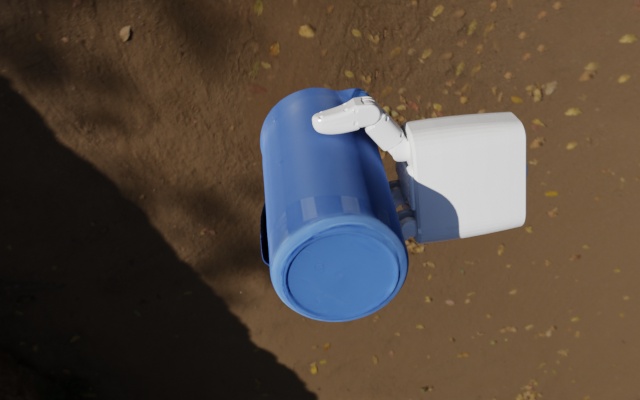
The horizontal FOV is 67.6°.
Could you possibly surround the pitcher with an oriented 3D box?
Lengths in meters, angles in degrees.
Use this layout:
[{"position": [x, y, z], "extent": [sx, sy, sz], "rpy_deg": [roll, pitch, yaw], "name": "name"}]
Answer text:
[{"position": [0.000, 0.001, 0.465], "extent": [0.145, 0.149, 0.242], "rpy_deg": [-8, 33, 0], "name": "pitcher"}]
